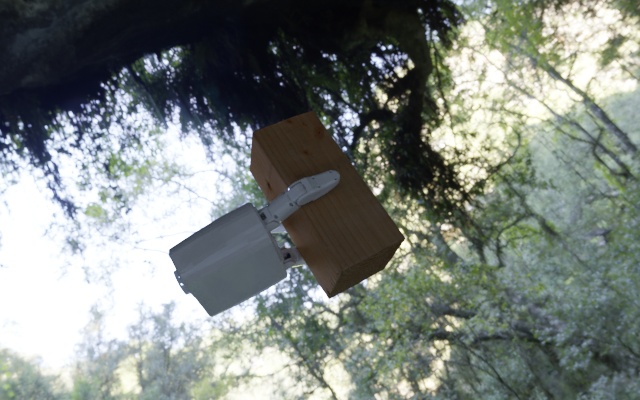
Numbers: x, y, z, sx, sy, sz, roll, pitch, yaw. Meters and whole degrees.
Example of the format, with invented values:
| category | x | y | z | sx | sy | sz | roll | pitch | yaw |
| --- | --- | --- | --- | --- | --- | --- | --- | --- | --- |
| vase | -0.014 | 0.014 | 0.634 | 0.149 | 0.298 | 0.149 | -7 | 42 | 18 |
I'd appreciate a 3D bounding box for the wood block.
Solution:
| category | x | y | z | sx | sy | sz | roll | pitch | yaw |
| --- | --- | --- | --- | --- | --- | --- | --- | --- | --- |
| wood block | 0.000 | 0.002 | 0.592 | 0.090 | 0.206 | 0.091 | -24 | -23 | -23 |
